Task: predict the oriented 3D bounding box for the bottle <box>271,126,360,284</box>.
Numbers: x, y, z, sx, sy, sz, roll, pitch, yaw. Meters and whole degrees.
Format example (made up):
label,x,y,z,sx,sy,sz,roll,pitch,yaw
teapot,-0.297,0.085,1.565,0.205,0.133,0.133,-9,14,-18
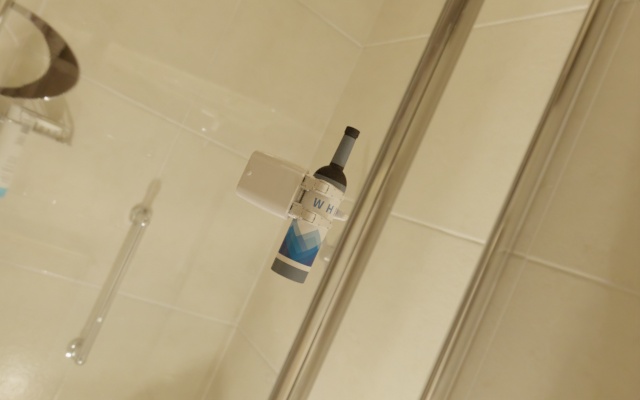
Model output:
label,x,y,z,sx,sy,sz,roll,pitch,yaw
bottle,0.000,0.003,0.870,0.069,0.295,0.069,24,-2,1
